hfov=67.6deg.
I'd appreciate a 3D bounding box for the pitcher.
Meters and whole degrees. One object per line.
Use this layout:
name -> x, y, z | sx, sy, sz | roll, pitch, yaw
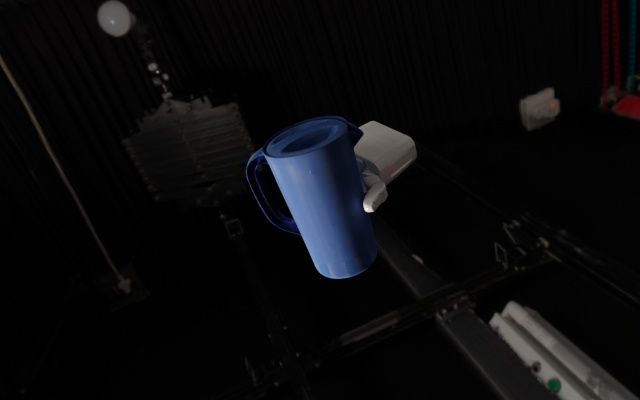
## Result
pitcher -> 0.000, 0.002, 0.753 | 0.145, 0.243, 0.149 | -36, 32, -30
